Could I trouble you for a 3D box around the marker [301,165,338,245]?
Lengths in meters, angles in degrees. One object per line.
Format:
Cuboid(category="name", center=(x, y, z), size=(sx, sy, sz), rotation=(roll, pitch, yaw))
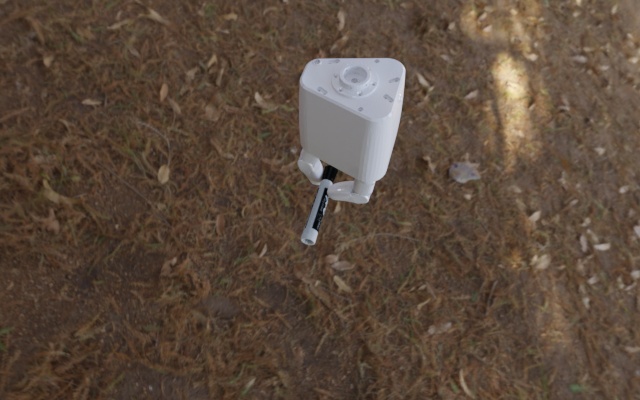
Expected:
Cuboid(category="marker", center=(0.000, 0.002, 0.629), size=(0.020, 0.121, 0.020), rotation=(14, -30, 8))
